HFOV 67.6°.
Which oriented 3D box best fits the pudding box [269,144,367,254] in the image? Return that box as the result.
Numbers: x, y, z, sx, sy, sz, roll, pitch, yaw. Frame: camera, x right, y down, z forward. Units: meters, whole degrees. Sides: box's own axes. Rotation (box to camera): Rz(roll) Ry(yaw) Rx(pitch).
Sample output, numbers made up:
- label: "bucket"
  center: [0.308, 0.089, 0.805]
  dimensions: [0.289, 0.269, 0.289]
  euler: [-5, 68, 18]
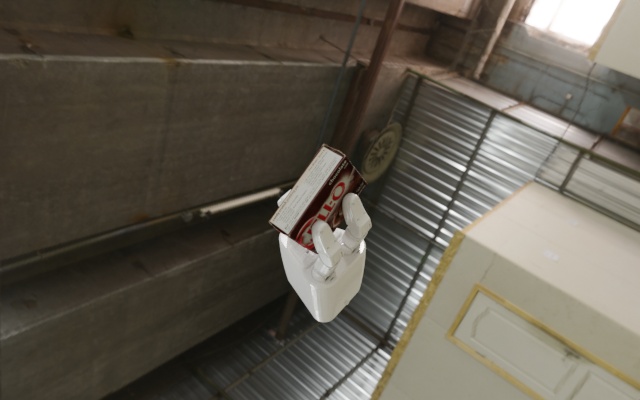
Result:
- label: "pudding box"
  center: [0.000, 0.002, 0.566]
  dimensions: [0.039, 0.113, 0.090]
  euler: [31, -5, 27]
